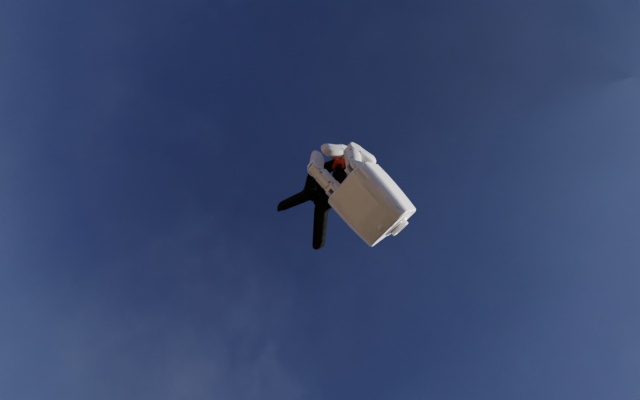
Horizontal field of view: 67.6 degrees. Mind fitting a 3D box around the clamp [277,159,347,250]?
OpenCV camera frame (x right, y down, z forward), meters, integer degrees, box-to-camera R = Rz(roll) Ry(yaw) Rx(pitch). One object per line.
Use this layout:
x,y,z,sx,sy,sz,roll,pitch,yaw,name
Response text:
0.000,0.003,0.857,0.171,0.120,0.039,-49,-15,32,clamp
